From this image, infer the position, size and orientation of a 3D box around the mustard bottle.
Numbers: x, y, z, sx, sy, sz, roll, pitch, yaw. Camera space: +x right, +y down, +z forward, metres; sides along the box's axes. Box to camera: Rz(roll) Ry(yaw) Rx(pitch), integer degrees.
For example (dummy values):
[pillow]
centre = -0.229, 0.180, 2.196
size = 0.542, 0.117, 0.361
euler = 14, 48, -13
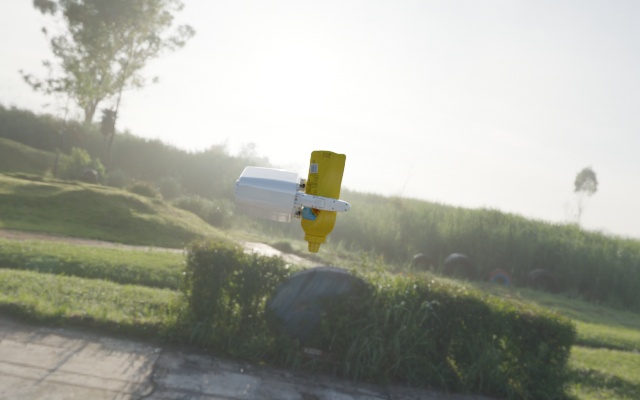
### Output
[mustard bottle]
centre = 0.001, 0.003, 0.899
size = 0.058, 0.191, 0.096
euler = 9, 1, -27
